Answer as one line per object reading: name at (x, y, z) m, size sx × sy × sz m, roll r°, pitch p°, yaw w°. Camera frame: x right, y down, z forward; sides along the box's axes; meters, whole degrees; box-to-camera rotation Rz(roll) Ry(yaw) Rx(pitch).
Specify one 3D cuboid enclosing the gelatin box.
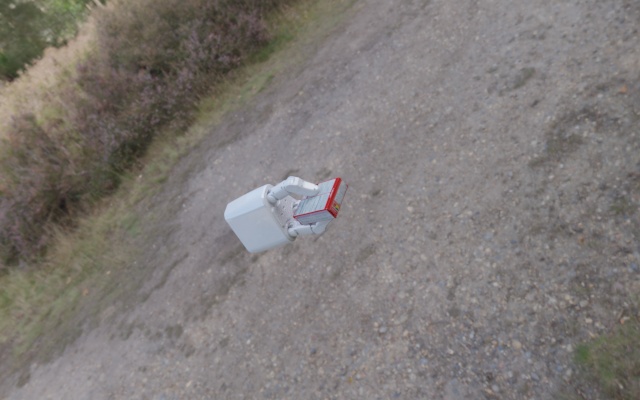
gelatin box at (0.000, 0.002, 0.856) m, size 0.089 × 0.073 × 0.030 m, roll -15°, pitch -49°, yaw 43°
